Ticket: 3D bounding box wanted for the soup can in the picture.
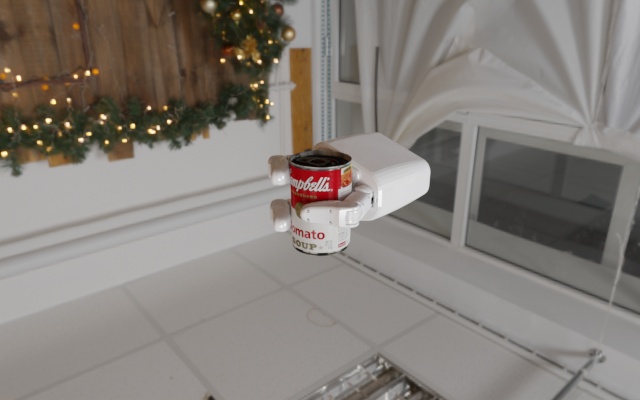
[{"bbox_3d":[0.000,0.002,0.531,0.068,0.102,0.068,0,21,0],"label":"soup can"}]
